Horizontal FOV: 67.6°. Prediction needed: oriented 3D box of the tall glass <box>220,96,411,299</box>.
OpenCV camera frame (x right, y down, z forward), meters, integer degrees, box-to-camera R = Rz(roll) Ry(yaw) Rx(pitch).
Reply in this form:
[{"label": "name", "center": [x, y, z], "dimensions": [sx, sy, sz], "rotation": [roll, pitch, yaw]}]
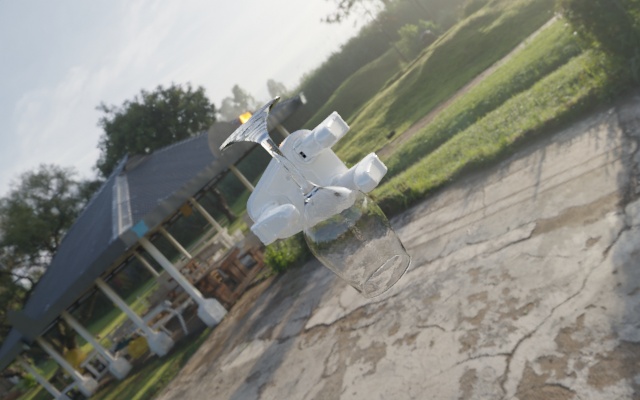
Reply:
[{"label": "tall glass", "center": [0.000, 0.001, 0.456], "dimensions": [0.079, 0.201, 0.079], "rotation": [-41, 8, 7]}]
